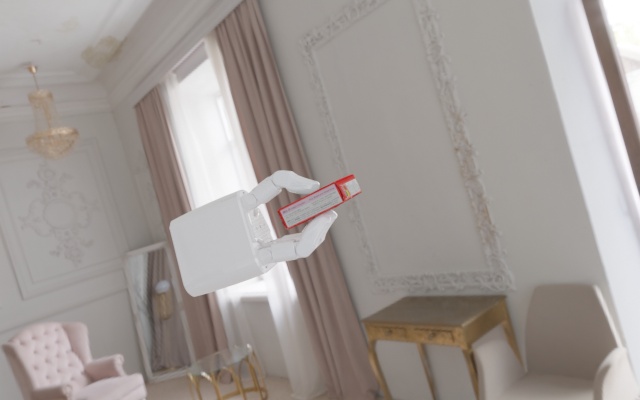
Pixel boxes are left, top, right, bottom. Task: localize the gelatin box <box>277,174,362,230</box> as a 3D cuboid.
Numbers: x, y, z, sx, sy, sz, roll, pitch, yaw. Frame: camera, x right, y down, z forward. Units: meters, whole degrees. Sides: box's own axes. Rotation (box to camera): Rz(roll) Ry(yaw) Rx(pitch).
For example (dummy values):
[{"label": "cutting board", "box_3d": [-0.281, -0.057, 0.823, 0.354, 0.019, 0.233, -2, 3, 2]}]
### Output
[{"label": "gelatin box", "box_3d": [0.000, 0.001, 0.601, 0.089, 0.030, 0.073, -27, -1, 23]}]
